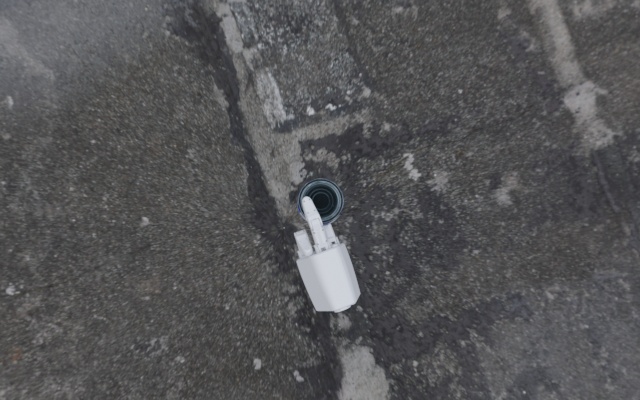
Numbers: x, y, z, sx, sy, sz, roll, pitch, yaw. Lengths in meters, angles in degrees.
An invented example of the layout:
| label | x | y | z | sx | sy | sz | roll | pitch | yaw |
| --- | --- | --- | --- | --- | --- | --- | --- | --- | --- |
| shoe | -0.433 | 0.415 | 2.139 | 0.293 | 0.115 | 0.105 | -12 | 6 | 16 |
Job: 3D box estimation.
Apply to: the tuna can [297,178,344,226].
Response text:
| label | x | y | z | sx | sy | sz | roll | pitch | yaw |
| --- | --- | --- | --- | --- | --- | --- | --- | --- | --- |
| tuna can | 0.000 | 0.003 | 0.877 | 0.086 | 0.086 | 0.034 | 0 | -8 | -2 |
